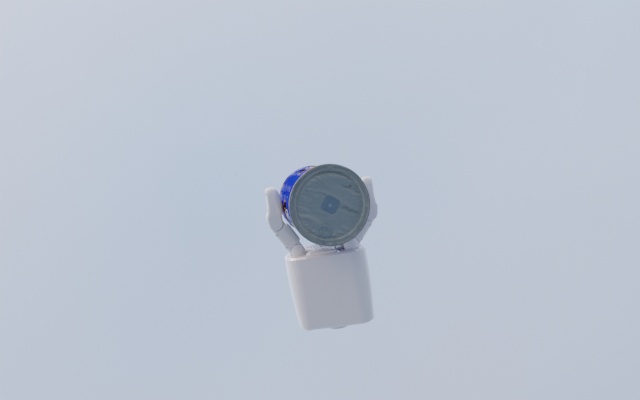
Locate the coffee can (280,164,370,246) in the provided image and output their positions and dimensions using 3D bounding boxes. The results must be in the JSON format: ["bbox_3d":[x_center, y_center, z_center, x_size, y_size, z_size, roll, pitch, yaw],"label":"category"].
[{"bbox_3d":[0.000,0.002,0.657,0.103,0.103,0.140,0,3,-10],"label":"coffee can"}]
